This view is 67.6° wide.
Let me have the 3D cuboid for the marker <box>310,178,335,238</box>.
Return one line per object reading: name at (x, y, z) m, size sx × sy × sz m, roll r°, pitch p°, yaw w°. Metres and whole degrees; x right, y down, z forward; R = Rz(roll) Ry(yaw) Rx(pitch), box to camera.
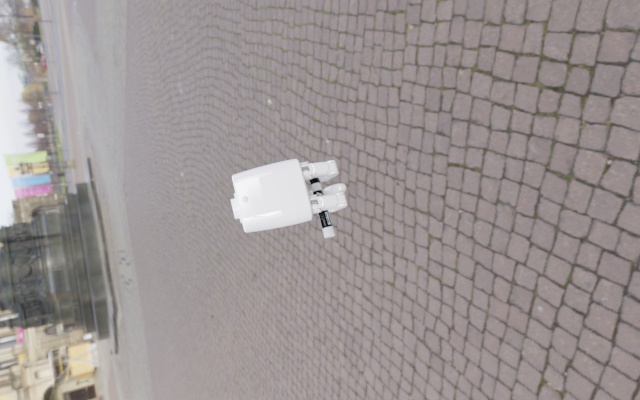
marker at (0.000, 0.003, 0.797) m, size 0.020 × 0.121 × 0.020 m, roll -15°, pitch -12°, yaw -3°
